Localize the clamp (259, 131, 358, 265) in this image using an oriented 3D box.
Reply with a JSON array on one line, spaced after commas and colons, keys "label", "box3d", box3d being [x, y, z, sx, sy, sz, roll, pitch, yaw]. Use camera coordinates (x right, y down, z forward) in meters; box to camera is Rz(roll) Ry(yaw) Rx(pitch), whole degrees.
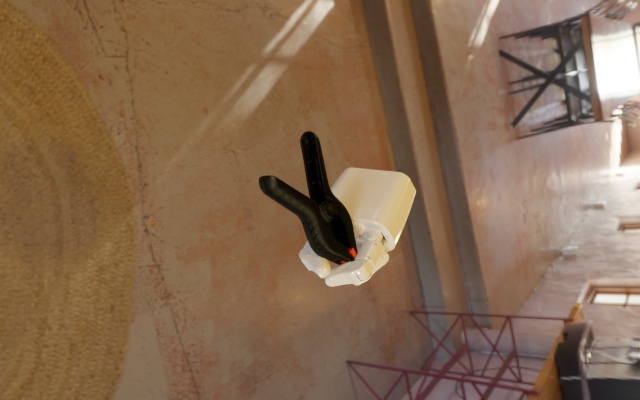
[{"label": "clamp", "box3d": [0.001, 0.002, 0.583, 0.039, 0.171, 0.120, -7, 39, 40]}]
